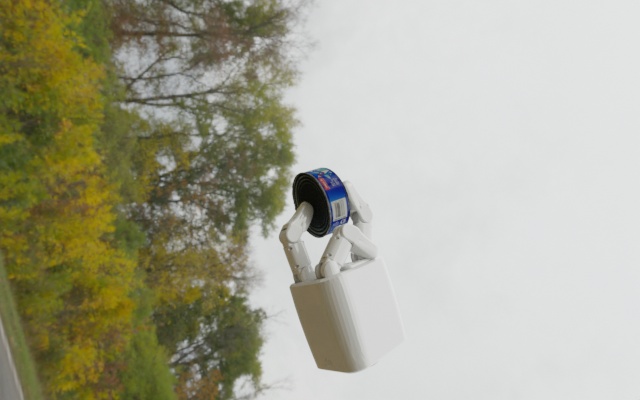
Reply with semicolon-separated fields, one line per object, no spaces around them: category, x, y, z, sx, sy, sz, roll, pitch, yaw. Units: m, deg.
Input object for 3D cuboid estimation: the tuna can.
tuna can;0.001;0.002;0.605;0.033;0.086;0.086;-19;9;-30
